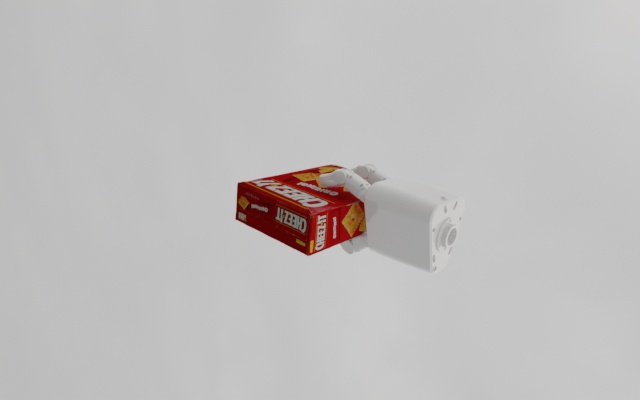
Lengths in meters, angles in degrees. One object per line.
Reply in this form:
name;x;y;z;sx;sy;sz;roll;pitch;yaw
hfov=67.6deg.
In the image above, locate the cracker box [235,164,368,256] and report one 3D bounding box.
cracker box;0.000;0.003;0.756;0.164;0.072;0.213;21;24;39
